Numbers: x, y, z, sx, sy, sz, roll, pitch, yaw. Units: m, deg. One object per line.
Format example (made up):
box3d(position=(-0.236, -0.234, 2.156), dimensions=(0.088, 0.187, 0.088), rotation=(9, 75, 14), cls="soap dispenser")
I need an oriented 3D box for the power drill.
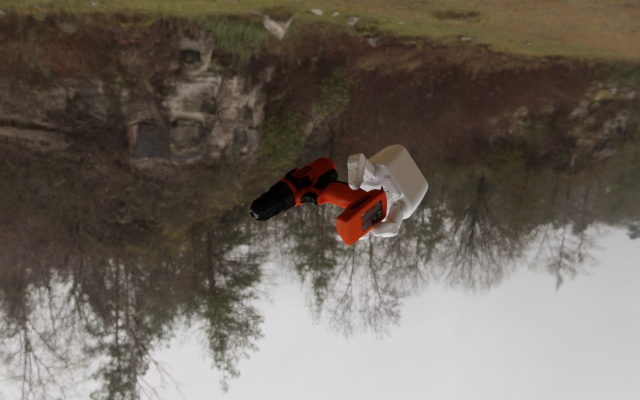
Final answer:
box3d(position=(0.001, 0.003, 0.786), dimensions=(0.184, 0.057, 0.187), rotation=(-36, 45, -29), cls="power drill")
